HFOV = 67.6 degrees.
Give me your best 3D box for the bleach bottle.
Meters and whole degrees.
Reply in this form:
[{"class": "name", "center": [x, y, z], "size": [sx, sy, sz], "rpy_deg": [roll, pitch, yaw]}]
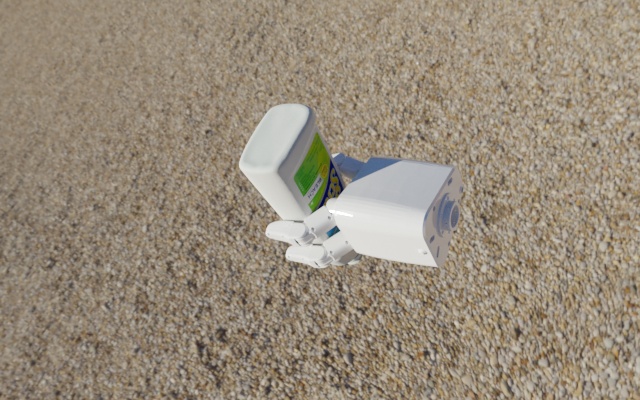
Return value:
[{"class": "bleach bottle", "center": [0.000, 0.002, 0.600], "size": [0.068, 0.102, 0.251], "rpy_deg": [9, -29, 34]}]
